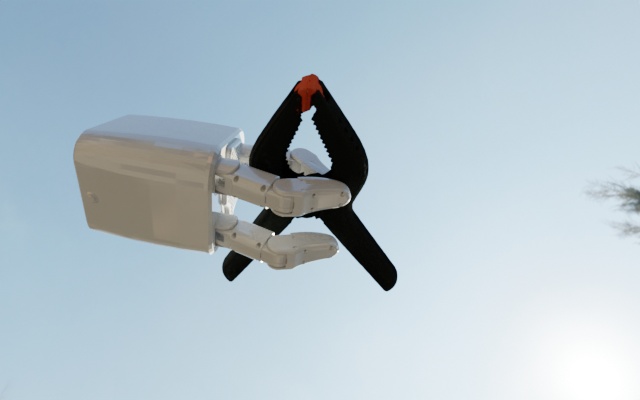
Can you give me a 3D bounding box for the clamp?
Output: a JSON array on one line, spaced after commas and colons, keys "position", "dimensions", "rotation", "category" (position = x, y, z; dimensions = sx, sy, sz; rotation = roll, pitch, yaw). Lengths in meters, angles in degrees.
[{"position": [0.000, 0.000, 0.401], "dimensions": [0.164, 0.210, 0.036], "rotation": [8, 37, -2], "category": "clamp"}]
